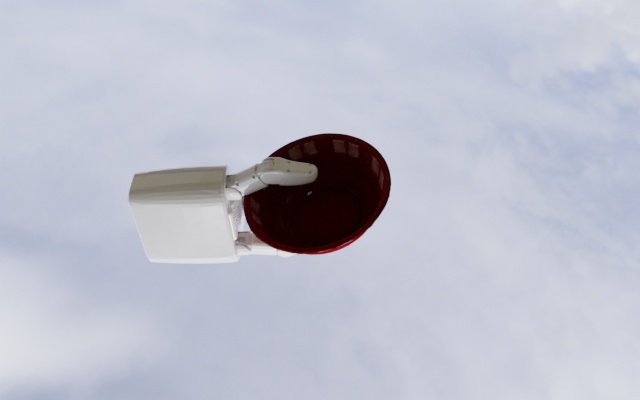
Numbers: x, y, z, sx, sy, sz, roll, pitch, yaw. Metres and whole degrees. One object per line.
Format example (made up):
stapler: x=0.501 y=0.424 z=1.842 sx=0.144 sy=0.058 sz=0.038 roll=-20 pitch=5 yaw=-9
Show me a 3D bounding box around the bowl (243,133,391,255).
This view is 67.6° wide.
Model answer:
bowl: x=0.001 y=0.002 z=0.525 sx=0.162 sy=0.162 sz=0.055 roll=0 pitch=-37 yaw=17
